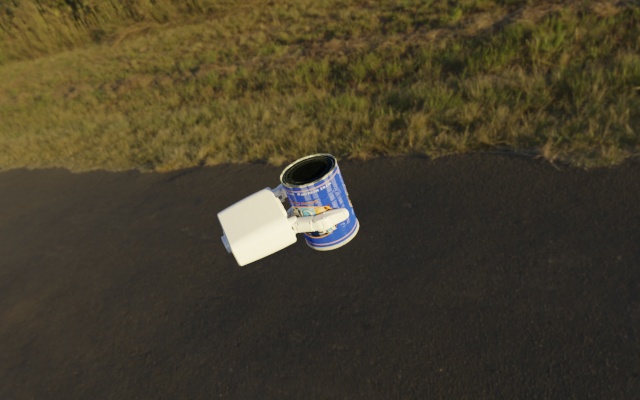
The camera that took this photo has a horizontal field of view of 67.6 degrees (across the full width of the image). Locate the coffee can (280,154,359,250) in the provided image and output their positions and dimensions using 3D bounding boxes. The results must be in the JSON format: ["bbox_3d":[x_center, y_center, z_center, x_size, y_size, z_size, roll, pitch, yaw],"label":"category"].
[{"bbox_3d":[0.000,0.003,0.848,0.103,0.140,0.102,-15,31,10],"label":"coffee can"}]
